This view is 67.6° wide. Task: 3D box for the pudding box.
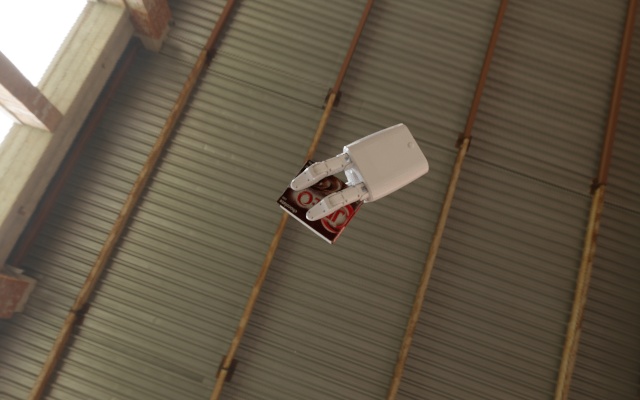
[{"bbox_3d":[0.000,0.003,0.769,0.113,0.090,0.039,34,-11,10],"label":"pudding box"}]
